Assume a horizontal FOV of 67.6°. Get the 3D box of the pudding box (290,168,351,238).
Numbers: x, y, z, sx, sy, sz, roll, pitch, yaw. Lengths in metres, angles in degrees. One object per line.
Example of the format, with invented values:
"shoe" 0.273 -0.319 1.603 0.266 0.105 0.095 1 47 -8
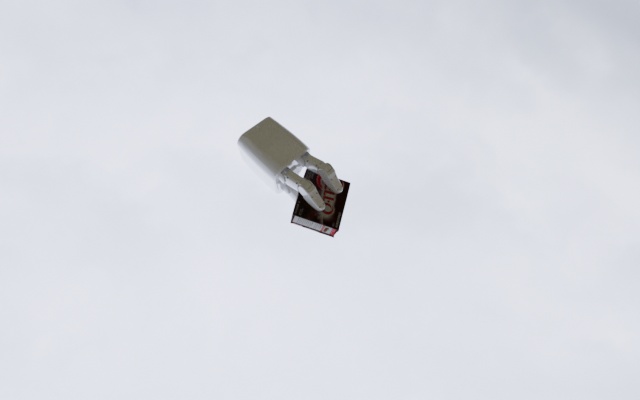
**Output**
"pudding box" 0.000 0.003 0.891 0.090 0.113 0.039 18 -31 -5
